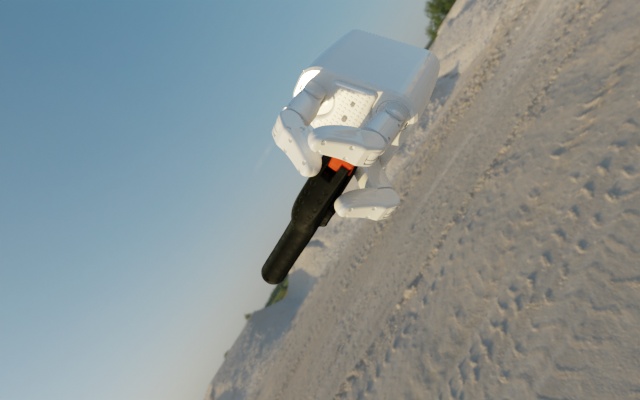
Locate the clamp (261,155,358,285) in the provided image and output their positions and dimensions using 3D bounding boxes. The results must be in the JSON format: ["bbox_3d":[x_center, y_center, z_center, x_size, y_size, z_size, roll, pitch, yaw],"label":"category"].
[{"bbox_3d":[0.000,0.001,0.456,0.039,0.120,0.172,33,-43,0],"label":"clamp"}]
